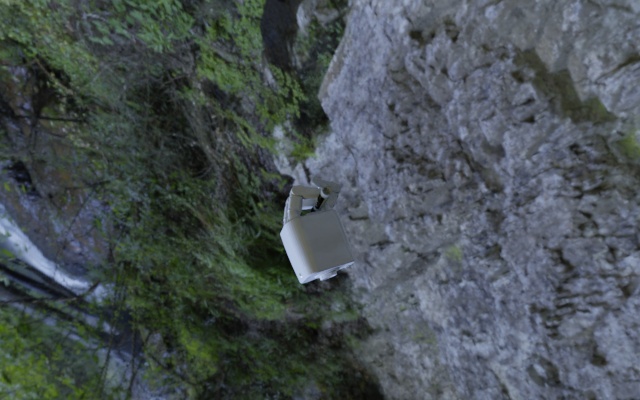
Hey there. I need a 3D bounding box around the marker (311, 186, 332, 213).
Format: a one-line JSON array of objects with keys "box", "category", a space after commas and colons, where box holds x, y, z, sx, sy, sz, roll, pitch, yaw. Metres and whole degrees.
[{"box": [0.000, 0.003, 0.895, 0.020, 0.020, 0.121, 0, -19, -12], "category": "marker"}]
